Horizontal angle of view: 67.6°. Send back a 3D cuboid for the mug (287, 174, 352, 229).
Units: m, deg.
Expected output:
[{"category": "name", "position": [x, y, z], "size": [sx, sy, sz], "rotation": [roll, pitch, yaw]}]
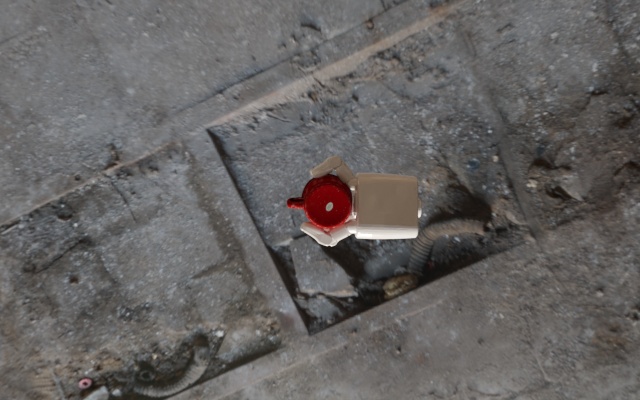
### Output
[{"category": "mug", "position": [-0.001, 0.003, 0.828], "size": [0.117, 0.093, 0.081], "rotation": [1, 8, -1]}]
